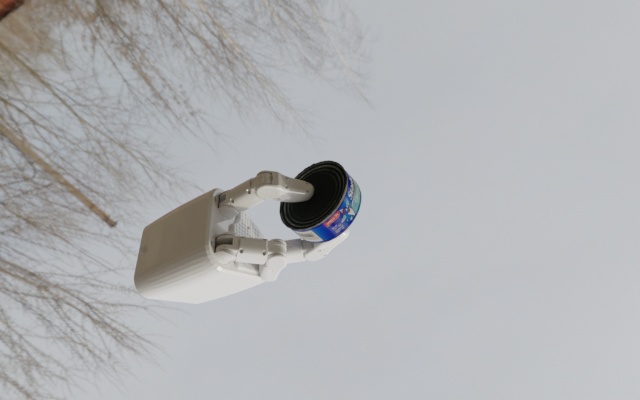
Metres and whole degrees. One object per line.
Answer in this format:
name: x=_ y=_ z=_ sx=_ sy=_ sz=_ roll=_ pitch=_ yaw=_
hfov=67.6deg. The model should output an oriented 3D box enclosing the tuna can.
tuna can: x=0.000 y=0.002 z=0.507 sx=0.086 sy=0.086 sz=0.034 roll=0 pitch=-32 yaw=41
